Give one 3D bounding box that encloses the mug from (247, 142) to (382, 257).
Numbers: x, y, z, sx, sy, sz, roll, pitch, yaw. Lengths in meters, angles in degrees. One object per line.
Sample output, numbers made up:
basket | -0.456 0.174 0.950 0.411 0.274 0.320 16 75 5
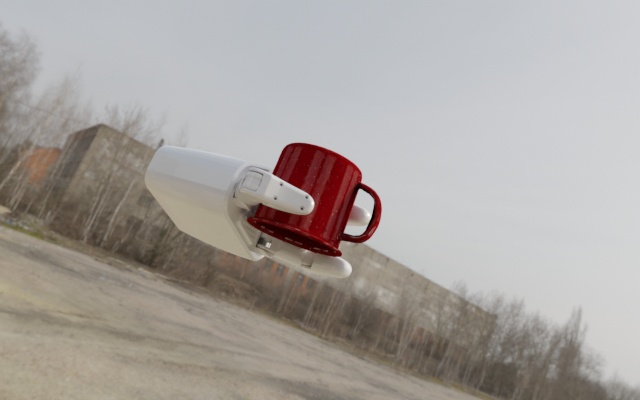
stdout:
mug | 0.001 0.002 0.441 0.117 0.081 0.093 15 -14 23
